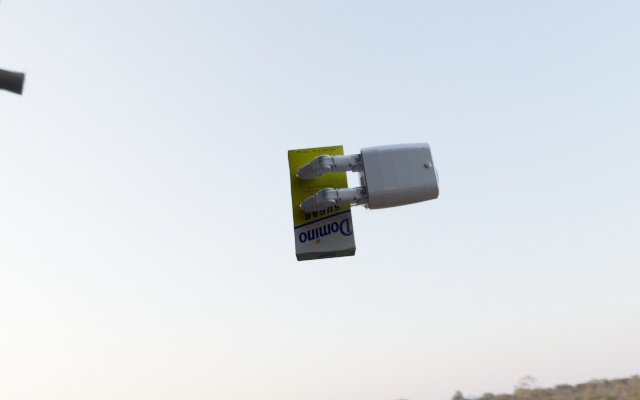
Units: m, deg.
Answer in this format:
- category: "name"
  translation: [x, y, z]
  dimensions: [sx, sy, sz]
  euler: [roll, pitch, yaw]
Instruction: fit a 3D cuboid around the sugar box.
- category: "sugar box"
  translation: [0.000, 0.002, 0.746]
  dimensions: [0.093, 0.176, 0.048]
  euler: [-6, -24, -1]
